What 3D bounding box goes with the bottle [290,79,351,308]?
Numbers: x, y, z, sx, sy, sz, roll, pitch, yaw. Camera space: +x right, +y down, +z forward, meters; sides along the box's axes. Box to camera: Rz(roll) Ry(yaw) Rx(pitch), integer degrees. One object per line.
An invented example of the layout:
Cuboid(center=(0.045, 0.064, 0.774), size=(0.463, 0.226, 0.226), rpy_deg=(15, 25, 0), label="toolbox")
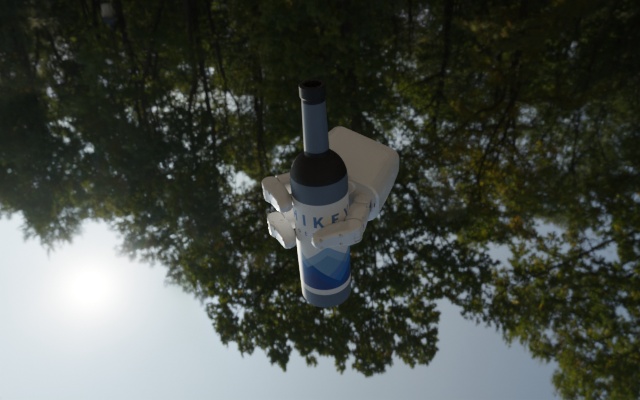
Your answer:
Cuboid(center=(0.000, 0.002, 0.567), size=(0.069, 0.296, 0.069), rpy_deg=(-3, 36, 2), label="bottle")
